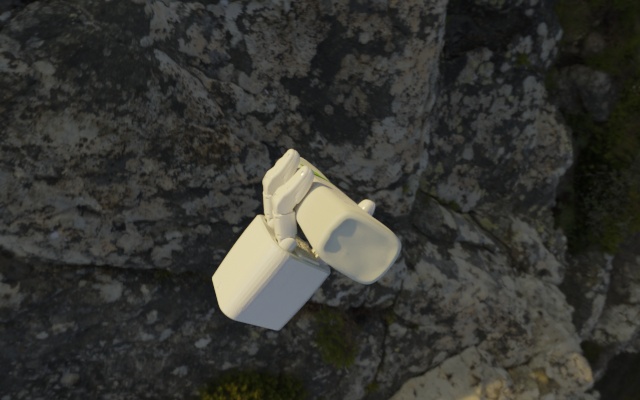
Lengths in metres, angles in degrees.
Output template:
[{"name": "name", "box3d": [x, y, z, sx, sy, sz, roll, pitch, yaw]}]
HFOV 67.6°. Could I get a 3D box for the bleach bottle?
[{"name": "bleach bottle", "box3d": [0.000, 0.002, 0.606, 0.102, 0.068, 0.250, 34, 8, -30]}]
